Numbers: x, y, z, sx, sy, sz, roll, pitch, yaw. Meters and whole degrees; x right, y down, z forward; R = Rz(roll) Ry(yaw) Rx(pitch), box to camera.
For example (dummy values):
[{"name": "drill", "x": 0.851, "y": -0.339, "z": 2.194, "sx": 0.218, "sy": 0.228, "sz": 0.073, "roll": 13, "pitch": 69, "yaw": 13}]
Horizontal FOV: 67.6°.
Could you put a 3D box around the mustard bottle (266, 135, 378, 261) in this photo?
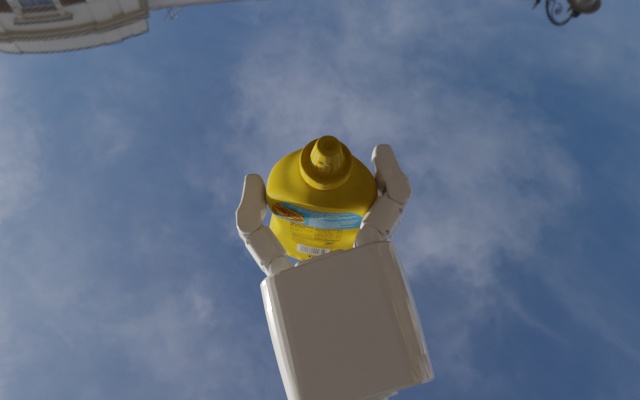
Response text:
[{"name": "mustard bottle", "x": 0.000, "y": 0.001, "z": 0.427, "sx": 0.096, "sy": 0.058, "sz": 0.192, "roll": 10, "pitch": -25, "yaw": 1}]
